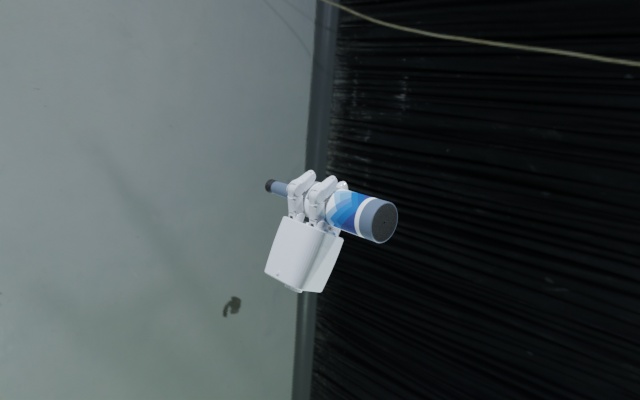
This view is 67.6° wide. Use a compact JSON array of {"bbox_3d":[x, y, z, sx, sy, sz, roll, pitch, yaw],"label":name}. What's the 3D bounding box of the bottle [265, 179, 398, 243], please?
[{"bbox_3d":[0.000,0.003,0.846,0.069,0.069,0.295,0,12,-44],"label":"bottle"}]
